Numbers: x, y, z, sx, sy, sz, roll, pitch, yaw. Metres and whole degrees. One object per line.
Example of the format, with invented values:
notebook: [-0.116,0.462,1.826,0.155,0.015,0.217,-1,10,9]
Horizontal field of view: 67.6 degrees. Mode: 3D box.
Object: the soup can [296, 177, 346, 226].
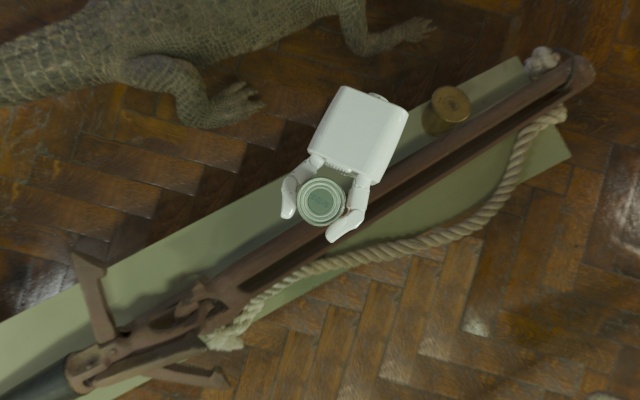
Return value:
soup can: [0.000,0.003,0.685,0.068,0.068,0.102,0,-1,0]
